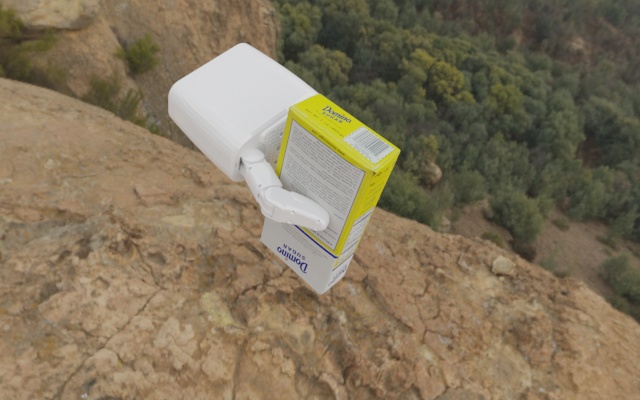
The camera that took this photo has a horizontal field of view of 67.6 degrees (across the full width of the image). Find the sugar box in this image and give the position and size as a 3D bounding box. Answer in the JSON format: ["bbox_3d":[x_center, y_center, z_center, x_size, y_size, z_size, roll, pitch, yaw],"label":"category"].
[{"bbox_3d":[0.000,0.001,0.445,0.093,0.176,0.048,40,51,19],"label":"sugar box"}]
